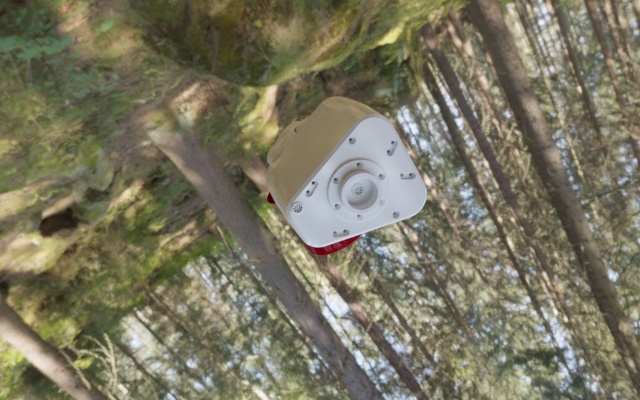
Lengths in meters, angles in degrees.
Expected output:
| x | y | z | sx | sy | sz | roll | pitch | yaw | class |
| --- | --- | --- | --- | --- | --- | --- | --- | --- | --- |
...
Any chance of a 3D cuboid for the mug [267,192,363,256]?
| x | y | z | sx | sy | sz | roll | pitch | yaw | class |
| --- | --- | --- | --- | --- | --- | --- | --- | --- | --- |
| 0.000 | 0.002 | 0.533 | 0.093 | 0.081 | 0.117 | -34 | 21 | 0 | mug |
